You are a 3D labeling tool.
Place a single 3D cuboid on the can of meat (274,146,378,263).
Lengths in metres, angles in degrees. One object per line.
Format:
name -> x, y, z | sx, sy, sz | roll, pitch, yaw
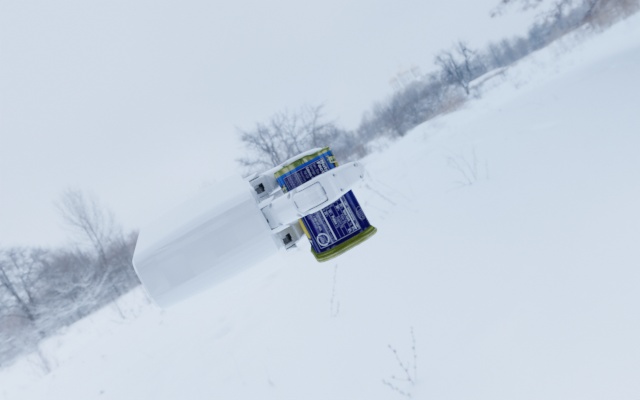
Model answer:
can of meat -> 0.000, 0.001, 0.428 | 0.057, 0.084, 0.102 | -29, 3, -5
